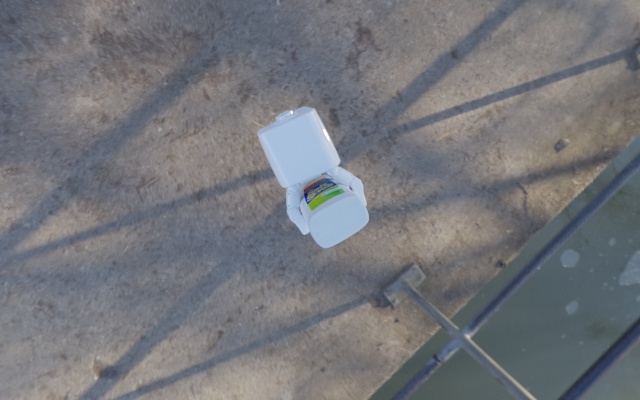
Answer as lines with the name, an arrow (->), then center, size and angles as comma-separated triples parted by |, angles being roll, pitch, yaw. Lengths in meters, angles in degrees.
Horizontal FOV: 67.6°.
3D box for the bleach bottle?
bleach bottle -> 0.000, 0.003, 0.877 | 0.102, 0.068, 0.250 | -29, 20, -7
